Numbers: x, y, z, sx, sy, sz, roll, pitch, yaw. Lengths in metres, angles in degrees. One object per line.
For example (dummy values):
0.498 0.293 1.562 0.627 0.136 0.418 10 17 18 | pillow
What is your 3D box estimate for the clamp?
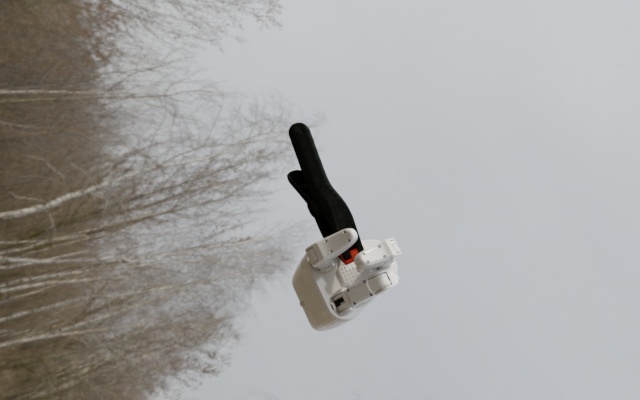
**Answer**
0.001 0.002 0.580 0.039 0.171 0.120 -22 -15 -10 | clamp
